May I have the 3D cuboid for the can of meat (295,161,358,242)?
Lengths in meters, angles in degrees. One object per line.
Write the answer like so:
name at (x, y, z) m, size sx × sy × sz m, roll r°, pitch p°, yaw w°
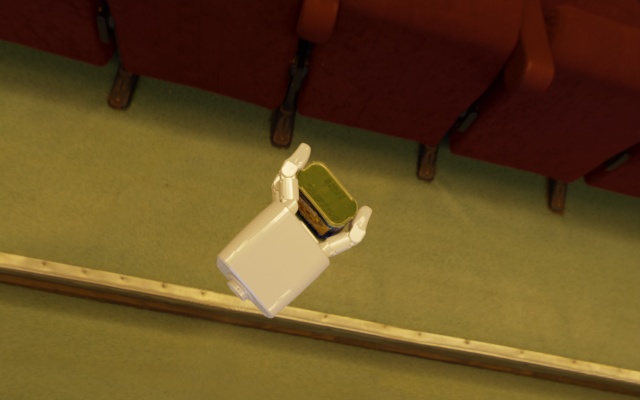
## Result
can of meat at (0.000, 0.002, 0.677) m, size 0.057 × 0.102 × 0.084 m, roll -39°, pitch -5°, yaw -20°
